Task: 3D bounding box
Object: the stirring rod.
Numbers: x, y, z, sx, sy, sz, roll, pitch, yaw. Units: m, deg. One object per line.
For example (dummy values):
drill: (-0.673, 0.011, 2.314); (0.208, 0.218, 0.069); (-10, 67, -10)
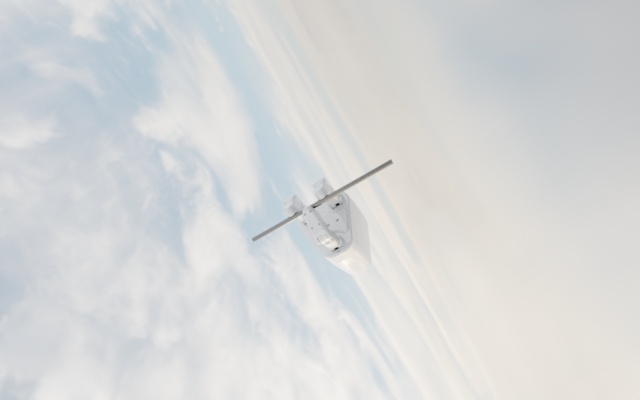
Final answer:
stirring rod: (0.000, 0.002, 0.705); (0.239, 0.011, 0.011); (-30, -6, 11)
